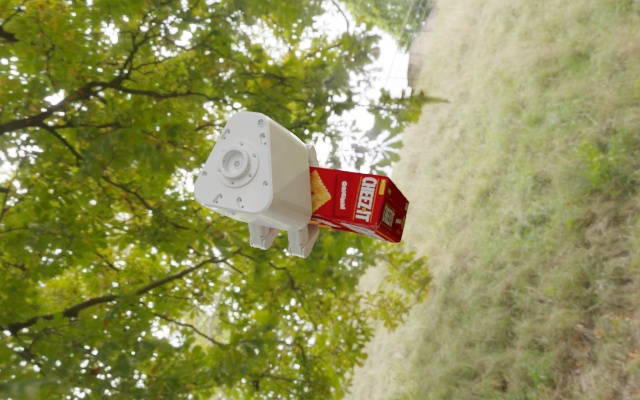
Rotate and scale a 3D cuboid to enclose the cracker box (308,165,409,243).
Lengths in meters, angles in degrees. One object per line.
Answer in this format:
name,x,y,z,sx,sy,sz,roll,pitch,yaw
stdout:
cracker box,0.000,0.002,0.655,0.213,0.072,0.164,10,-7,20
